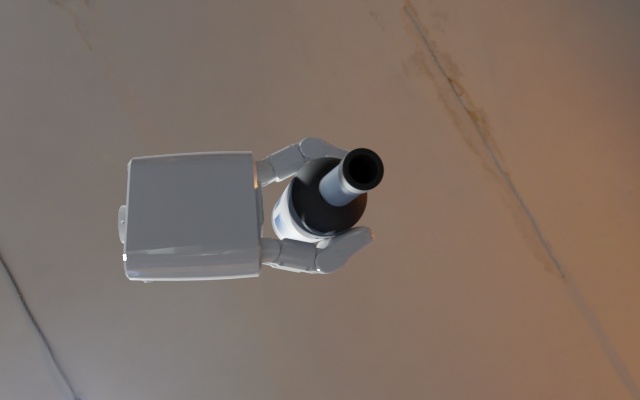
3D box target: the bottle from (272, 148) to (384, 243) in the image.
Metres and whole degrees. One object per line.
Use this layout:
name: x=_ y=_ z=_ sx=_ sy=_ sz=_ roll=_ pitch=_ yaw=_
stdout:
bottle: x=0.000 y=0.001 z=0.440 sx=0.069 sy=0.069 sz=0.296 roll=0 pitch=-8 yaw=-11
